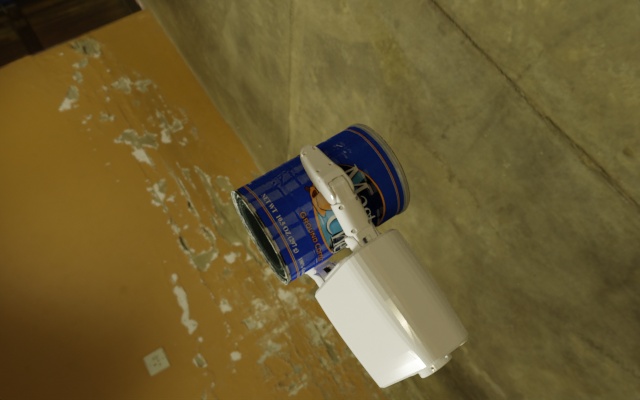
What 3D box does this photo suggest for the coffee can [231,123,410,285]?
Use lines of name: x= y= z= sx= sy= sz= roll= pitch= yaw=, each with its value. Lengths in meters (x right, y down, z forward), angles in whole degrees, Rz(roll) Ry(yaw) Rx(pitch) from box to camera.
coffee can: x=0.000 y=0.001 z=0.465 sx=0.140 sy=0.103 sz=0.103 roll=-31 pitch=9 yaw=-16
